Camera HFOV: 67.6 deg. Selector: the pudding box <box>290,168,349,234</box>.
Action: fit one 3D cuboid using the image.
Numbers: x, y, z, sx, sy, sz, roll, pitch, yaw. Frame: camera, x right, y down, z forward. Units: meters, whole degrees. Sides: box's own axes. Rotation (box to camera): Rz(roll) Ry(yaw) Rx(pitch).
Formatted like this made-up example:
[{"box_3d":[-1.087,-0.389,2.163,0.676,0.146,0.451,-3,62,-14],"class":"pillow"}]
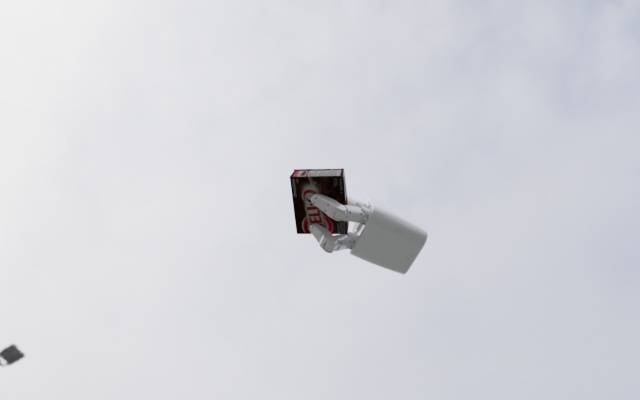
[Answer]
[{"box_3d":[0.000,0.003,0.807,0.090,0.113,0.039,-1,25,9],"class":"pudding box"}]
